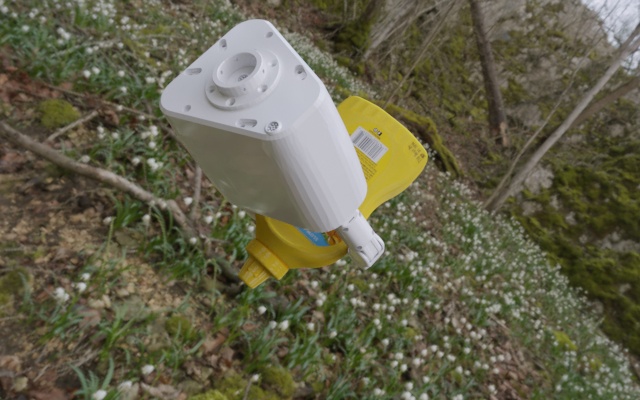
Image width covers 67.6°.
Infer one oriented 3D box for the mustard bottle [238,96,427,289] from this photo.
[{"bbox_3d":[0.000,0.001,0.424,0.096,0.191,0.058,41,-13,10],"label":"mustard bottle"}]
